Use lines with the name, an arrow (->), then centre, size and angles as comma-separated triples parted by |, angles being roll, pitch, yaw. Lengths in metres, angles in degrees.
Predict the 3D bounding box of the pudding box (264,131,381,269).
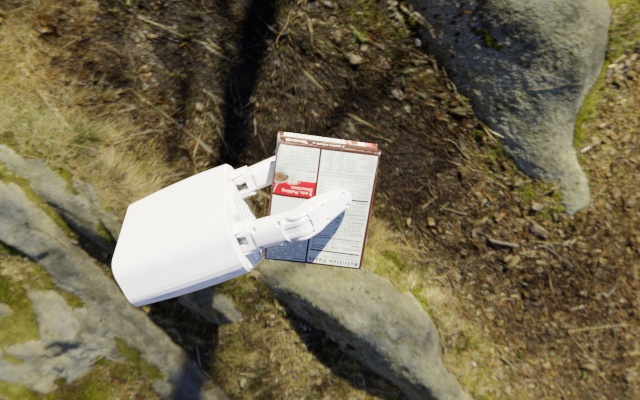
pudding box -> 0.000, 0.001, 0.424 | 0.090, 0.113, 0.039 | 7, 20, -4
